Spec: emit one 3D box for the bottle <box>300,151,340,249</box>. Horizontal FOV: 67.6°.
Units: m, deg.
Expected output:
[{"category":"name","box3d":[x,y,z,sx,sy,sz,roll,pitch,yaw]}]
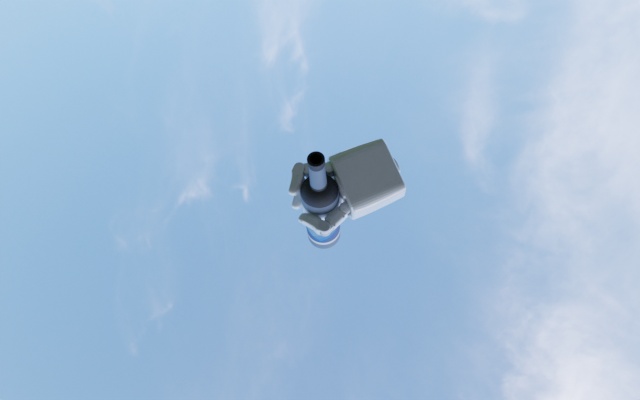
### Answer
[{"category":"bottle","box3d":[0.000,0.003,0.844,0.069,0.069,0.296,0,-26,3]}]
